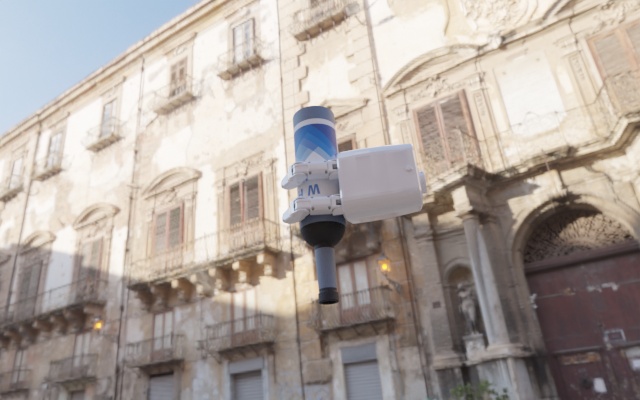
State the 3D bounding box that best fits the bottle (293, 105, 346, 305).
[{"bbox_3d":[0.000,0.002,0.694,0.069,0.295,0.069,-4,-25,-2],"label":"bottle"}]
